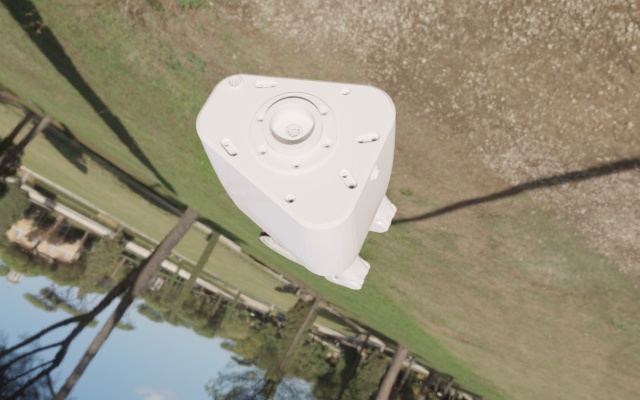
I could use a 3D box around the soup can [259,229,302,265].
[{"bbox_3d":[0.000,0.002,0.409,0.068,0.102,0.068,24,-17,8],"label":"soup can"}]
